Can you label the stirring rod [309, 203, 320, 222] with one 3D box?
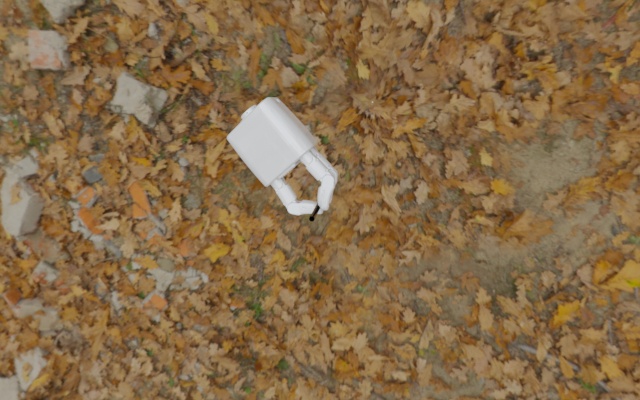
[{"bbox_3d":[0.000,0.003,0.809,0.011,0.011,0.239,0,12,6],"label":"stirring rod"}]
